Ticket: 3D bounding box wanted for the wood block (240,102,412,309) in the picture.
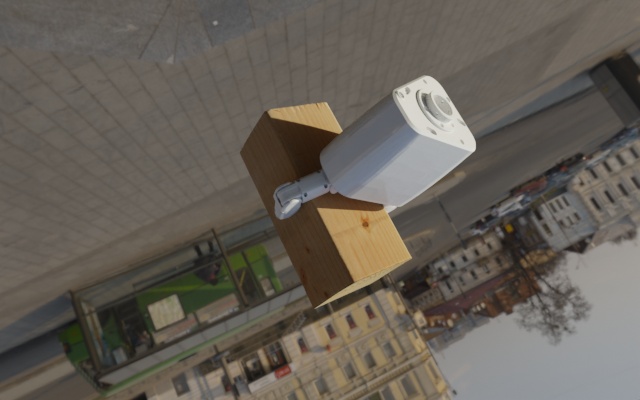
[{"bbox_3d":[0.000,0.002,0.542,0.091,0.206,0.090,-16,-19,-36],"label":"wood block"}]
